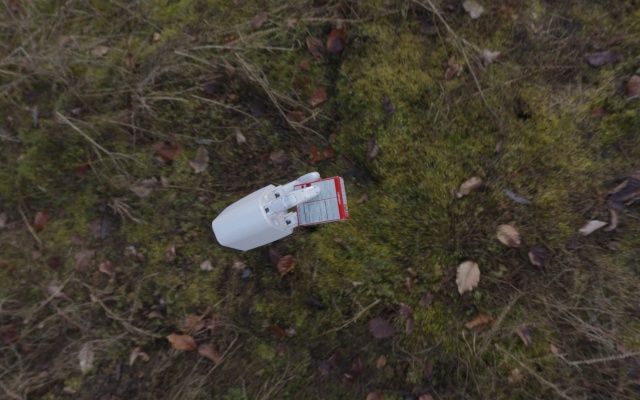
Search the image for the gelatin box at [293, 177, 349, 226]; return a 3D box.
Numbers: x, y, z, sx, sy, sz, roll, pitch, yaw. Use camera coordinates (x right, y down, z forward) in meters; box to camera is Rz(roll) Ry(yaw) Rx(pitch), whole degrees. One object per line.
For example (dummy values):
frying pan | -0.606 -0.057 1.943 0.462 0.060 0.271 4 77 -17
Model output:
gelatin box | 0.000 0.003 0.829 0.089 0.073 0.030 -10 -5 22
